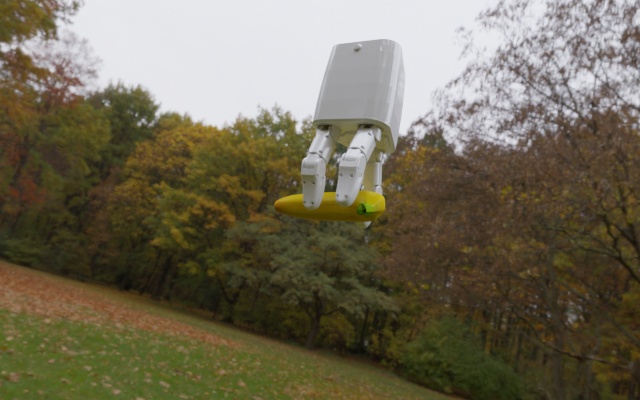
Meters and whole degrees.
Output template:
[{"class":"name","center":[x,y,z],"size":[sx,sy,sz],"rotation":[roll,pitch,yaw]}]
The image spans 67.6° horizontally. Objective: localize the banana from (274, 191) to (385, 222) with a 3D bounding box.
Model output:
[{"class":"banana","center":[0.017,0.005,0.585],"size":[0.069,0.037,0.198],"rotation":[13,-9,-32]}]
